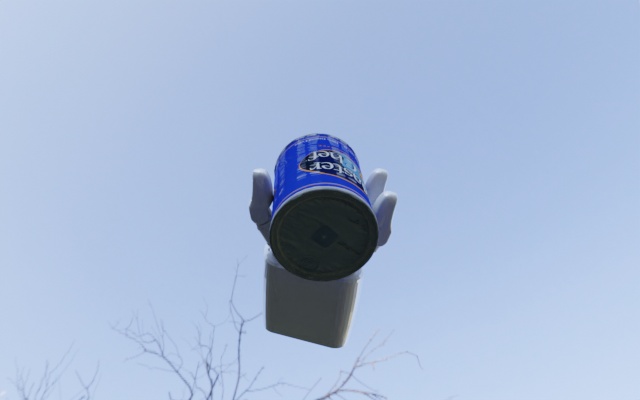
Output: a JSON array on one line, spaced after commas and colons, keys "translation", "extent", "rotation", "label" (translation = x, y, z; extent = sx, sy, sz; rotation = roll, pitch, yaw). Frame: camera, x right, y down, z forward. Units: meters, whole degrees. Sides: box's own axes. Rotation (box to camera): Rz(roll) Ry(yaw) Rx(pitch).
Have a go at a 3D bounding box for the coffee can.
[{"translation": [0.000, 0.002, 0.503], "extent": [0.103, 0.103, 0.140], "rotation": [0, 29, -3], "label": "coffee can"}]
